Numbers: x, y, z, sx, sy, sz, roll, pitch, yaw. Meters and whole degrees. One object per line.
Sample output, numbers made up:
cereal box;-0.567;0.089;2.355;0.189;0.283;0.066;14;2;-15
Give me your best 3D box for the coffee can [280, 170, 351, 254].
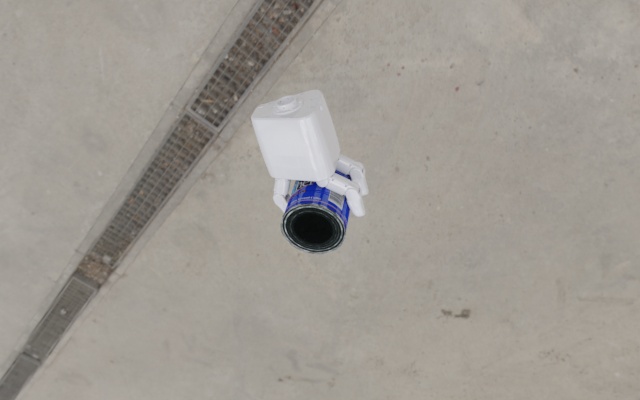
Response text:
coffee can;0.000;0.003;0.780;0.103;0.103;0.140;0;38;12
